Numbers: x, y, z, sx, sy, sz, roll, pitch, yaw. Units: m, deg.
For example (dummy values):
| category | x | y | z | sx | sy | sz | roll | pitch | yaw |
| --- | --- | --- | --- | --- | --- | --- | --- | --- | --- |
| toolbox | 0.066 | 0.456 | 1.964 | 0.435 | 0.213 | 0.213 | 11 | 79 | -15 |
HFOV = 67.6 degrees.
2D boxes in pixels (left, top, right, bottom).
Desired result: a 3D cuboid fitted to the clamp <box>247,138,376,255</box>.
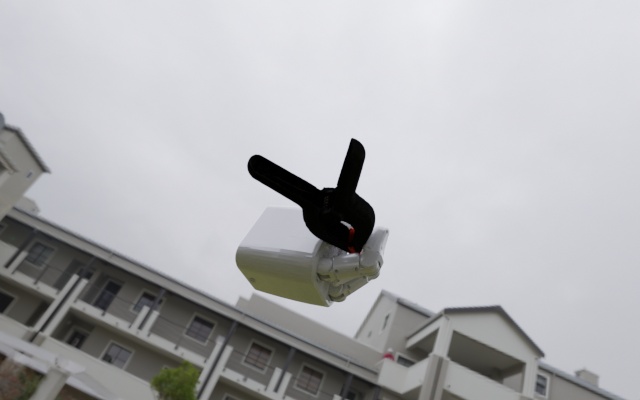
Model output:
| category | x | y | z | sx | sy | sz | roll | pitch | yaw |
| --- | --- | --- | --- | --- | --- | --- | --- | --- | --- |
| clamp | 0.000 | 0.001 | 0.502 | 0.120 | 0.039 | 0.172 | 4 | -39 | 21 |
